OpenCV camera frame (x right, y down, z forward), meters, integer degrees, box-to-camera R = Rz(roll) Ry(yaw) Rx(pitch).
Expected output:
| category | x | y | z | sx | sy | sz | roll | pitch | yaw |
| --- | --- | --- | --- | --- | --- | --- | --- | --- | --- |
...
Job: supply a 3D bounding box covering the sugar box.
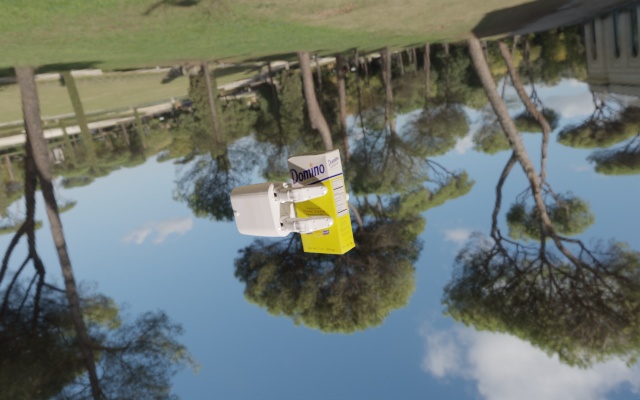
| category | x | y | z | sx | sy | sz | roll | pitch | yaw |
| --- | --- | --- | --- | --- | --- | --- | --- | --- | --- |
| sugar box | 0.000 | 0.003 | 0.838 | 0.093 | 0.176 | 0.048 | -2 | 15 | 40 |
